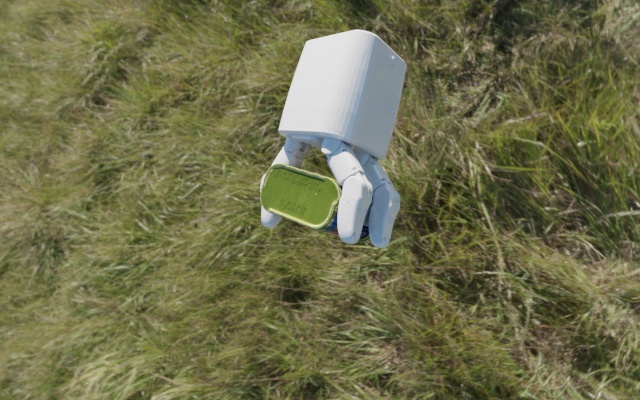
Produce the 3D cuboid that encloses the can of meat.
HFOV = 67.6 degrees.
[{"bbox_3d":[0.000,0.002,0.494,0.102,0.057,0.084,18,1,36],"label":"can of meat"}]
